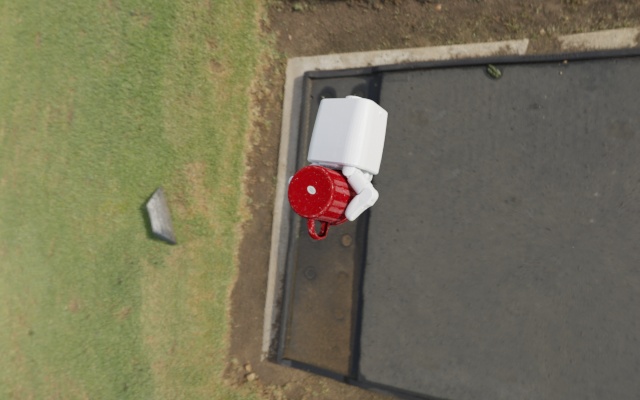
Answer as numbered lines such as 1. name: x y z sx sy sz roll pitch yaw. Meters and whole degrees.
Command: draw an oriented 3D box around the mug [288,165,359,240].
1. mug: 0.000 0.004 0.741 0.093 0.117 0.081 9 -2 28
